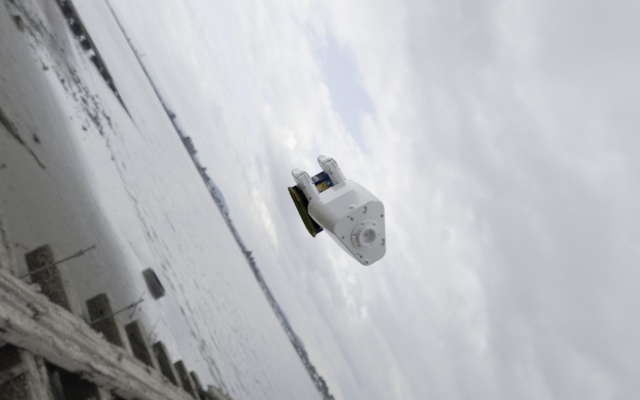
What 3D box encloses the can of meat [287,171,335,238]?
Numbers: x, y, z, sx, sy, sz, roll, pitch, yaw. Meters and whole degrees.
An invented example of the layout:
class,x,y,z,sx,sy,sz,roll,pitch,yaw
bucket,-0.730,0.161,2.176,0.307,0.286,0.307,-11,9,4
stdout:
class,x,y,z,sx,sy,sz,roll,pitch,yaw
can of meat,0.000,0.003,0.871,0.084,0.102,0.057,-28,22,-10
